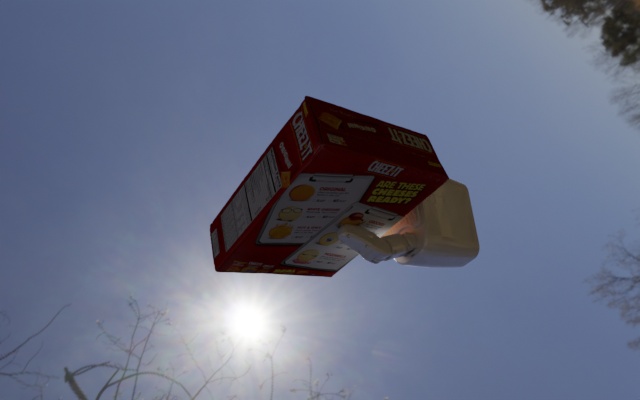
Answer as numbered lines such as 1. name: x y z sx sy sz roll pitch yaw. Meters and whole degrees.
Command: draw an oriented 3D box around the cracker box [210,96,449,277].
1. cracker box: 0.000 0.002 0.514 0.164 0.072 0.214 10 -42 -36
